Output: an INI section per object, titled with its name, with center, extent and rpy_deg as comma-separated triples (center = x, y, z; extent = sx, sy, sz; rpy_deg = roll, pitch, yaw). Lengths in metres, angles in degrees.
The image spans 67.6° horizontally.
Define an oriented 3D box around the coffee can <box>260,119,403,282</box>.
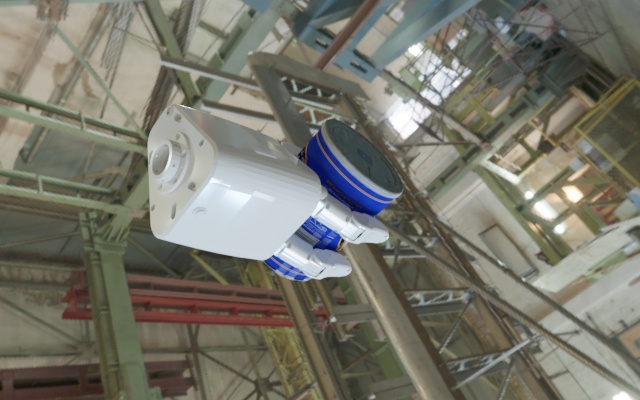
[coffee can]
center = 0.000, 0.002, 0.495
extent = 0.140, 0.102, 0.103
rpy_deg = -46, -23, 24
